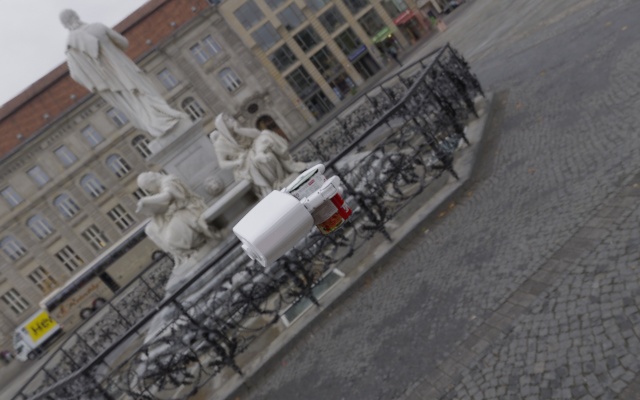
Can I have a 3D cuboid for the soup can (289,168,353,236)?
[{"bbox_3d":[0.000,0.002,0.840,0.068,0.102,0.068,-38,10,7],"label":"soup can"}]
